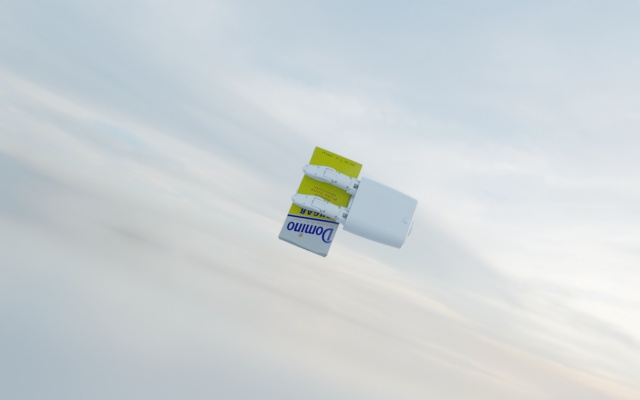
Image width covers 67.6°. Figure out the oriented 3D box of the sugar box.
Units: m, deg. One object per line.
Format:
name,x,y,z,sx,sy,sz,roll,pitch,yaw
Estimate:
sugar box,0.000,0.003,0.845,0.093,0.176,0.048,21,-12,1
